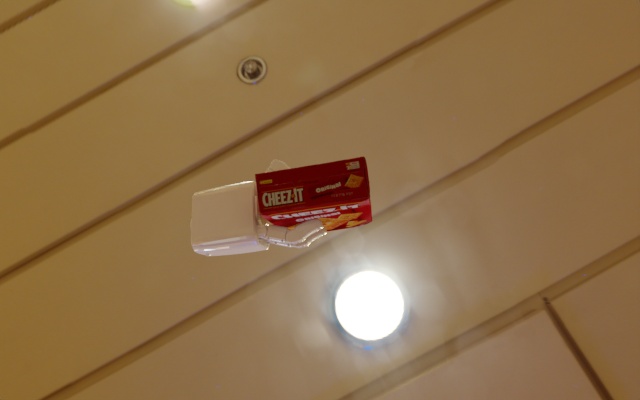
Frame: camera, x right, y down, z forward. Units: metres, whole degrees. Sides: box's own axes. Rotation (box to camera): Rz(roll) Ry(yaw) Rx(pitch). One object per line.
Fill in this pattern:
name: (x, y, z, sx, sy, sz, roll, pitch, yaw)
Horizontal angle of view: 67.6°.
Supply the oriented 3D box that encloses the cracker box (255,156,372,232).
cracker box: (0.000, 0.002, 0.781, 0.164, 0.072, 0.214, -9, -13, 5)
